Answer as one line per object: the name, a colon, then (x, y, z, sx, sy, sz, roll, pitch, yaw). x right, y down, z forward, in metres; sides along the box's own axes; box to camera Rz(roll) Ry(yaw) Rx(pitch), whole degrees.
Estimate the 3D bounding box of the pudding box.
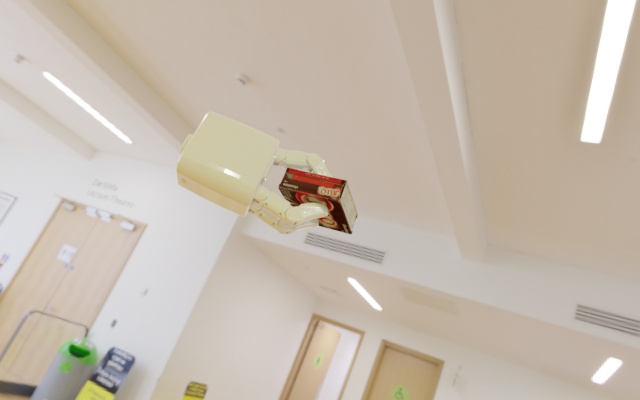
pudding box: (0.000, 0.002, 0.678, 0.090, 0.039, 0.113, 14, -20, 20)
